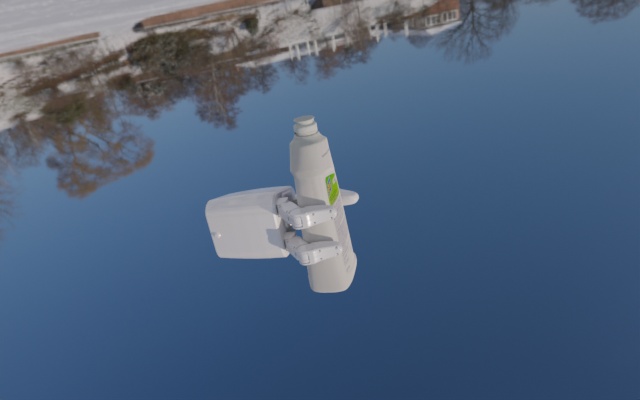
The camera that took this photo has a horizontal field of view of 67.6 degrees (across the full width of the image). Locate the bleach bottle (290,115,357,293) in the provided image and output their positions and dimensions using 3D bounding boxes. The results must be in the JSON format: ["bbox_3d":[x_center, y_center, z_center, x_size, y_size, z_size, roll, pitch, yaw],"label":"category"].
[{"bbox_3d":[0.000,0.002,0.681,0.068,0.251,0.102,-4,24,13],"label":"bleach bottle"}]
